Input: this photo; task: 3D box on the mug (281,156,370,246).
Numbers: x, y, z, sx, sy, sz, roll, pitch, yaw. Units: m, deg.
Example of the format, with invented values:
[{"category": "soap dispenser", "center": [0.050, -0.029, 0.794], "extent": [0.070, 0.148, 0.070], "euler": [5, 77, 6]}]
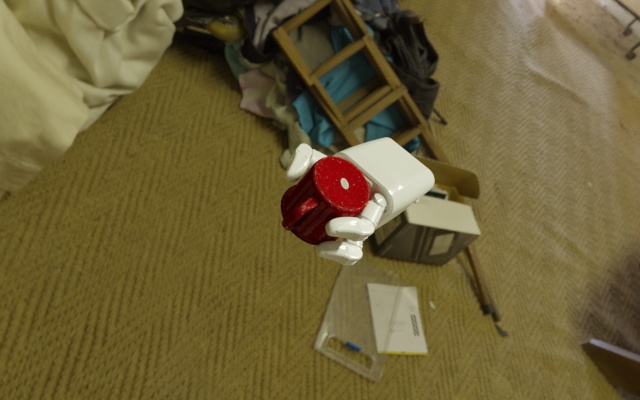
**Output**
[{"category": "mug", "center": [-0.001, 0.002, 0.592], "extent": [0.117, 0.093, 0.081], "euler": [-26, -14, -41]}]
